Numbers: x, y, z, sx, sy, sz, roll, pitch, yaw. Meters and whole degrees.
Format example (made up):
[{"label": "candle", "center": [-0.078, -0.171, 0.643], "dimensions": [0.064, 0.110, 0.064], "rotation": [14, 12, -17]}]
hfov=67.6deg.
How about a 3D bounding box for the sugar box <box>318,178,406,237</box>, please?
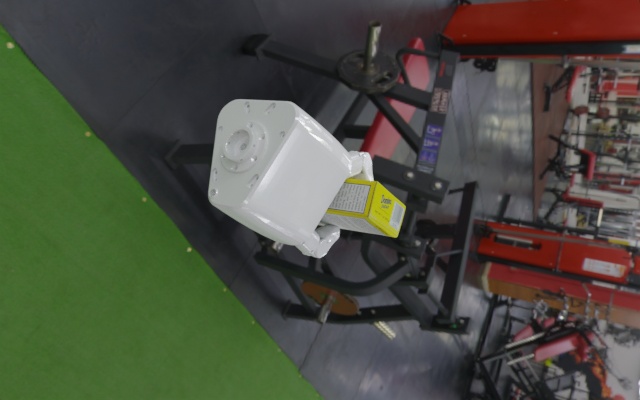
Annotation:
[{"label": "sugar box", "center": [0.000, 0.001, 0.560], "dimensions": [0.176, 0.048, 0.093], "rotation": [10, -13, 31]}]
